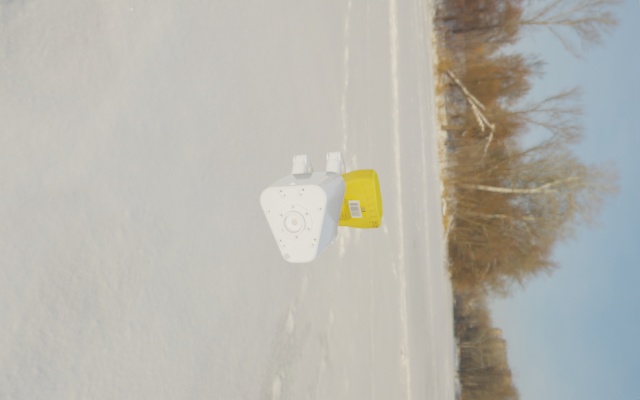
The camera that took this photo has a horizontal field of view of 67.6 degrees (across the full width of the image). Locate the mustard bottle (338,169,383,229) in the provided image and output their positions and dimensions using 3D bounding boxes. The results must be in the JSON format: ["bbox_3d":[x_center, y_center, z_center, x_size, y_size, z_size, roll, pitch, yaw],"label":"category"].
[{"bbox_3d":[0.000,0.002,0.770,0.191,0.096,0.058,-3,35,15],"label":"mustard bottle"}]
